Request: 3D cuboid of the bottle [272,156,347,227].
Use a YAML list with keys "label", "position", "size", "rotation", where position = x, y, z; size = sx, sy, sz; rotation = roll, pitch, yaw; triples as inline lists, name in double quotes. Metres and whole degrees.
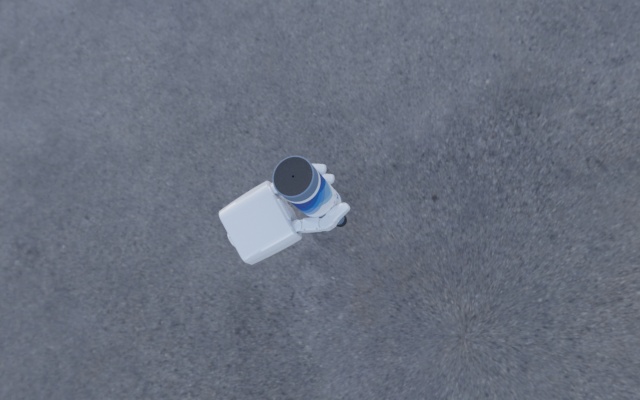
- label: "bottle"
  position: [0.000, 0.003, 0.847]
  size: [0.069, 0.069, 0.296]
  rotation: [0, -15, 17]
